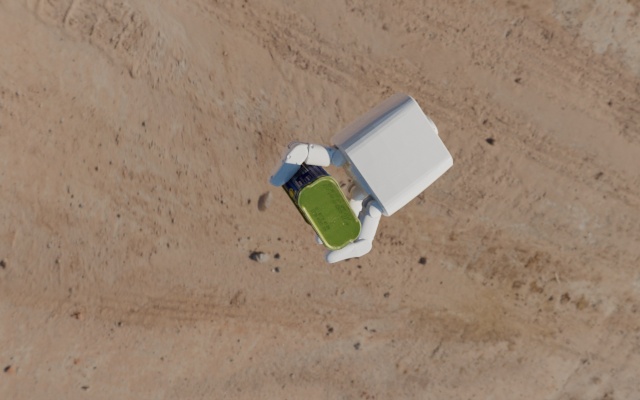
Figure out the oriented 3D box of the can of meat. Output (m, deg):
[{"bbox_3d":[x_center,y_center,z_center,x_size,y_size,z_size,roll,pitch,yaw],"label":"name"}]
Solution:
[{"bbox_3d":[0.000,0.002,0.583,0.057,0.102,0.084,-34,28,-3],"label":"can of meat"}]
